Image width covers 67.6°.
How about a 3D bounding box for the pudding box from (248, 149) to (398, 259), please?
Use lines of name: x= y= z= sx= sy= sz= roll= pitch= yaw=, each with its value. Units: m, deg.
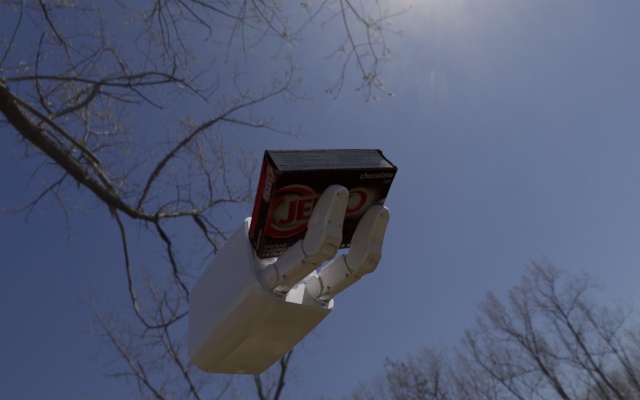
pudding box: x=0.000 y=0.001 z=0.412 sx=0.113 sy=0.090 sz=0.039 roll=-6 pitch=41 yaw=-28
